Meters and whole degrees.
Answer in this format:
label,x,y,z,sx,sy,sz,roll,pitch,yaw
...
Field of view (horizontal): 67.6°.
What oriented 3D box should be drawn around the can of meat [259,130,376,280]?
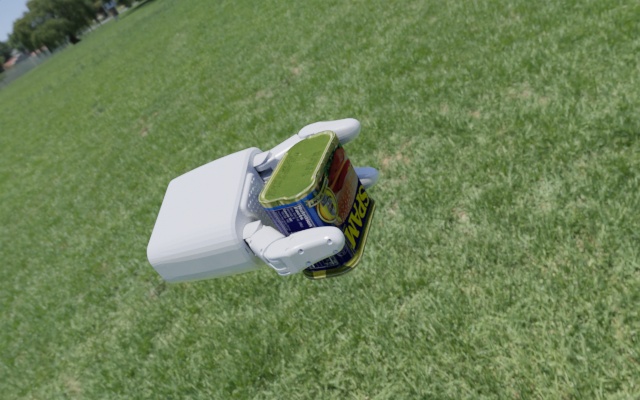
label,x,y,z,sx,sy,sz,roll,pitch,yaw
can of meat,0.000,0.001,0.409,0.057,0.084,0.102,-14,33,29
